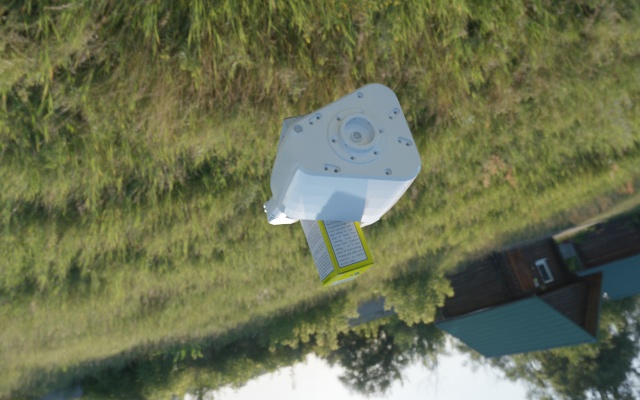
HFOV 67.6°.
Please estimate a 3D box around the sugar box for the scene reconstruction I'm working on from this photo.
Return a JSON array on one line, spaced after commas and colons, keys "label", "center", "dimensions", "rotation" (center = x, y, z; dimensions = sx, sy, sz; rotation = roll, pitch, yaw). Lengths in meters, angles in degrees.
[{"label": "sugar box", "center": [0.001, 0.002, 0.528], "dimensions": [0.048, 0.176, 0.093], "rotation": [-13, -15, -14]}]
